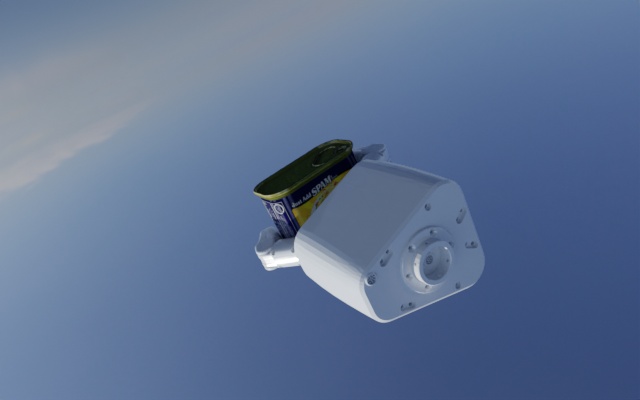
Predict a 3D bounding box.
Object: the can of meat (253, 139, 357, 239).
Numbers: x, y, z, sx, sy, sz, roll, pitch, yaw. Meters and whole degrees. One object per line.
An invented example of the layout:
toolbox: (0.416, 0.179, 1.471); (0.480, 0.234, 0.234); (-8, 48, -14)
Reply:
can of meat: (0.000, 0.002, 0.466); (0.102, 0.084, 0.057); (-35, 23, -21)
